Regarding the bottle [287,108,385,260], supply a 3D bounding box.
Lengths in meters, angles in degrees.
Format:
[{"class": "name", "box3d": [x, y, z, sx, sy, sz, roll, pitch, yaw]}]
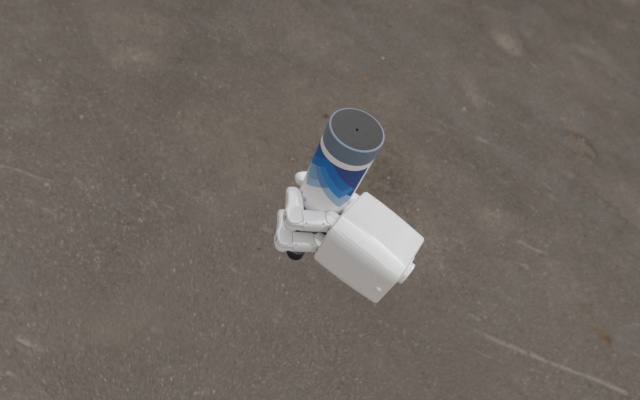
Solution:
[{"class": "bottle", "box3d": [0.000, 0.002, 0.649, 0.069, 0.069, 0.296, 0, -34, -20]}]
